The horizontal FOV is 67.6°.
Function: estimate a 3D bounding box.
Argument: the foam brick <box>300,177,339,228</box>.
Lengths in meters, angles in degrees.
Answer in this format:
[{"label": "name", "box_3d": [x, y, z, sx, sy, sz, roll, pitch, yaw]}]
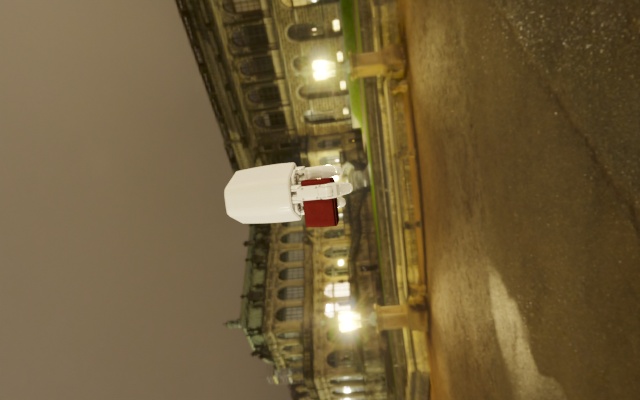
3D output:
[{"label": "foam brick", "box_3d": [0.000, 0.003, 0.785, 0.051, 0.078, 0.053, -6, 5, 7]}]
